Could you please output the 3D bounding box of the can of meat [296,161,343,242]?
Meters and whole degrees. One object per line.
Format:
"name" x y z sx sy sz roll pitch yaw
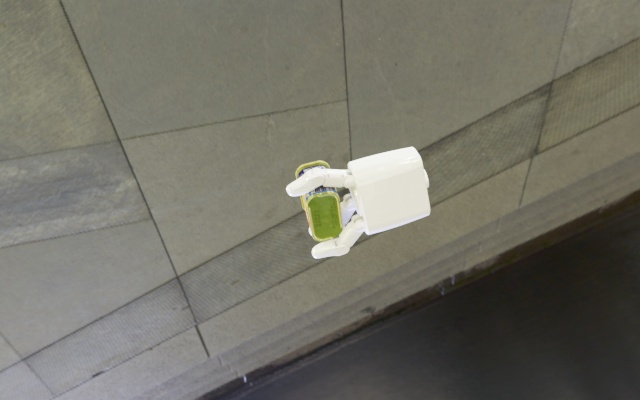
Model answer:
"can of meat" 0.000 0.003 0.767 0.057 0.102 0.084 -13 40 -4
